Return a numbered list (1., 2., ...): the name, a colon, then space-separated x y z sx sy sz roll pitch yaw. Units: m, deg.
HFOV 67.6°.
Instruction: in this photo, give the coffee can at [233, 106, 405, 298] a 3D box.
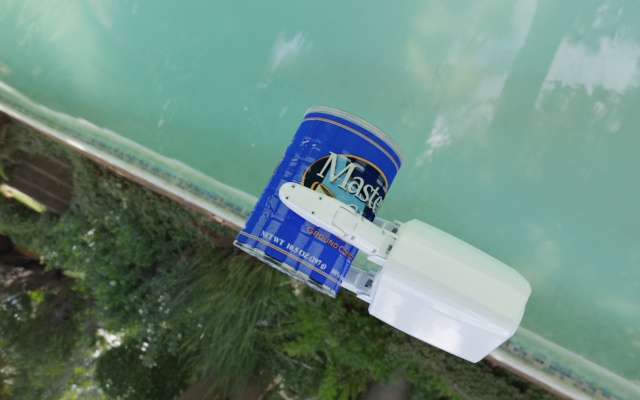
1. coffee can: 0.000 0.001 0.433 0.103 0.140 0.103 27 -11 6
